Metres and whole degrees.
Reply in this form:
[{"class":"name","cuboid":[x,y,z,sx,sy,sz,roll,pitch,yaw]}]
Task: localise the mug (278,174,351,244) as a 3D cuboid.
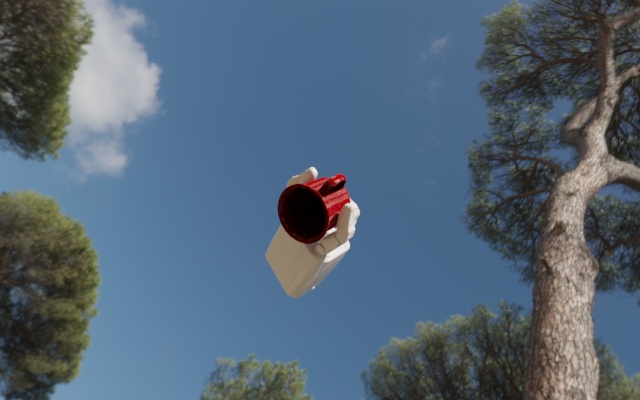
[{"class":"mug","cuboid":[0.001,0.001,0.735,0.093,0.117,0.081,44,33,15]}]
